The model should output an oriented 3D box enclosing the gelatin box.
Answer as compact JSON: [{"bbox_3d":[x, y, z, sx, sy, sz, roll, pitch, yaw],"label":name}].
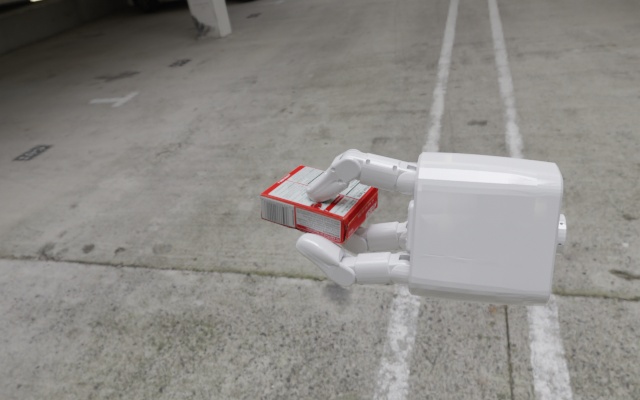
[{"bbox_3d":[0.000,0.001,0.446,0.089,0.030,0.073,16,33,24],"label":"gelatin box"}]
